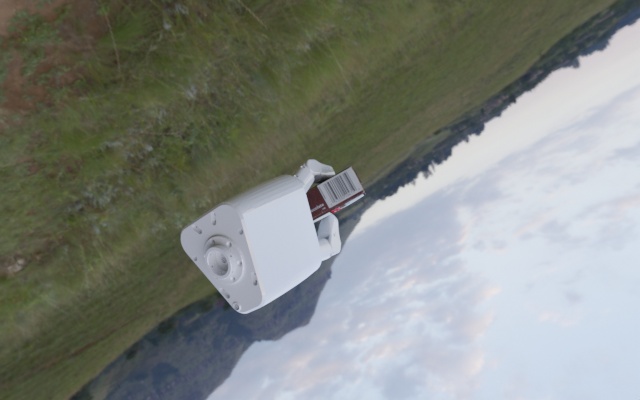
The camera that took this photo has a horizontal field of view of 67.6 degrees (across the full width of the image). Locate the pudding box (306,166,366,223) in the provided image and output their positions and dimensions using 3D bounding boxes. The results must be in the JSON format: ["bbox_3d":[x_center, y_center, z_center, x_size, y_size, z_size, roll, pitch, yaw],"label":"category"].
[{"bbox_3d":[0.000,0.002,0.595,0.113,0.039,0.090,-27,-3,5],"label":"pudding box"}]
